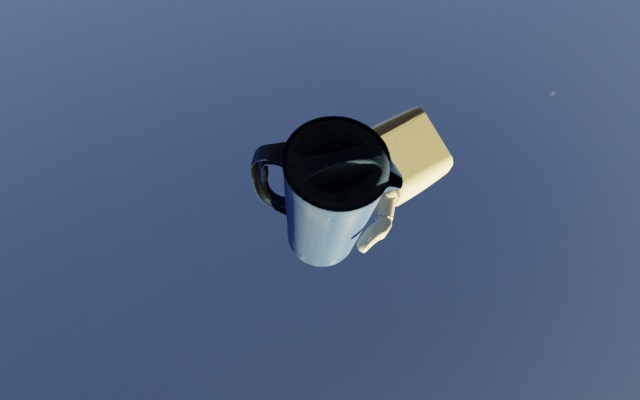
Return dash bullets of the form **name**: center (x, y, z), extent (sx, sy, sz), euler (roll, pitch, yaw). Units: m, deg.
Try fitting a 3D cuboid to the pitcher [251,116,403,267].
- **pitcher**: center (0.000, 0.002, 0.666), extent (0.145, 0.149, 0.243), euler (-31, -20, -19)
